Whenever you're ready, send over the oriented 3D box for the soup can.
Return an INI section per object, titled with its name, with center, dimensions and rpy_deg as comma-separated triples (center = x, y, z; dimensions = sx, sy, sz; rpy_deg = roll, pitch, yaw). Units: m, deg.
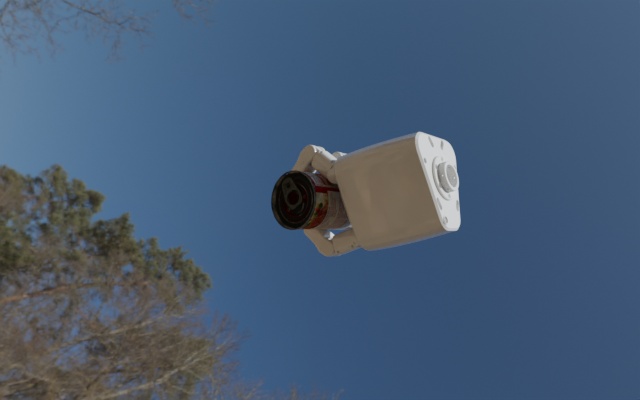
[soup can]
center = 0.000, 0.002, 0.579
dimensions = 0.068, 0.068, 0.102
rpy_deg = 0, -3, 40
